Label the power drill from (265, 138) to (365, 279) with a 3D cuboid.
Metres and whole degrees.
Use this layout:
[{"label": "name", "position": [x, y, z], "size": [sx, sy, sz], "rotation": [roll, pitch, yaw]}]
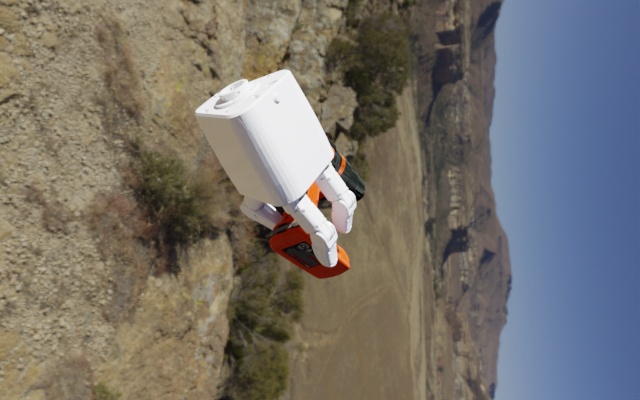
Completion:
[{"label": "power drill", "position": [0.000, 0.002, 0.620], "size": [0.057, 0.187, 0.184], "rotation": [-26, -45, 30]}]
